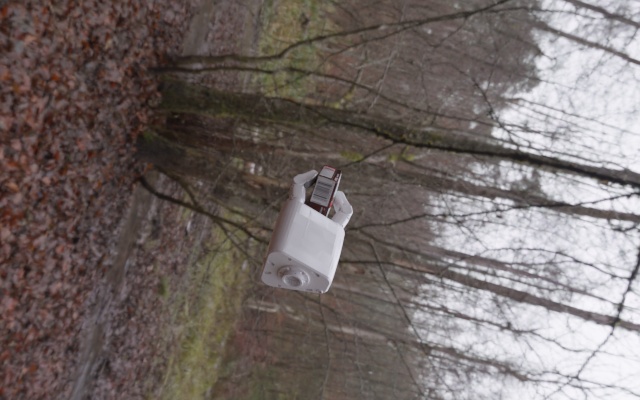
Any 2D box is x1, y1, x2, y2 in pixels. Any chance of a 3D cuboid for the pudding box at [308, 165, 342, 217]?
[{"bbox_3d":[0.000,0.003,0.831,0.039,0.113,0.090,21,17,0],"label":"pudding box"}]
